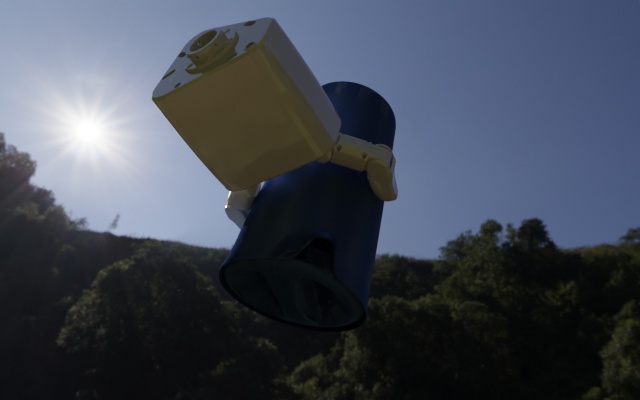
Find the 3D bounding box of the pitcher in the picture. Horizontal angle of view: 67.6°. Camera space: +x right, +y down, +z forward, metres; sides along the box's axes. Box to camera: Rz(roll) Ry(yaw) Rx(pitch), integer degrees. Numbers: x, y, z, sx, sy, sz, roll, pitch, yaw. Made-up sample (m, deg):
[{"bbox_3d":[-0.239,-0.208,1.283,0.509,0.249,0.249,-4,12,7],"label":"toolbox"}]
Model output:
[{"bbox_3d":[0.000,0.001,0.486,0.149,0.242,0.145,-7,-42,31],"label":"pitcher"}]
